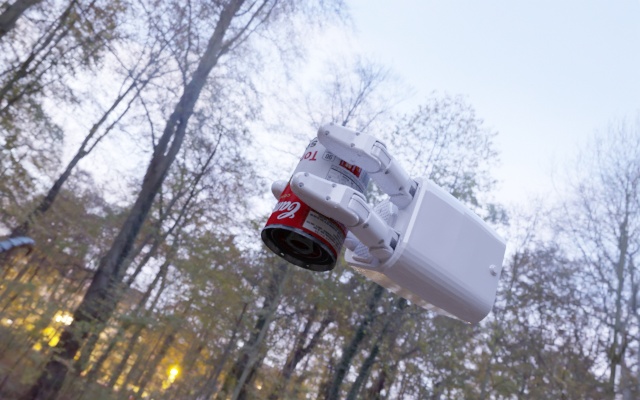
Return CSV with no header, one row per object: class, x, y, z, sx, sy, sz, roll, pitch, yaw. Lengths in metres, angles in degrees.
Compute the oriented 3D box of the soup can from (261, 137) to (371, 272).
soup can,0.000,0.001,0.419,0.068,0.102,0.068,20,-28,11
